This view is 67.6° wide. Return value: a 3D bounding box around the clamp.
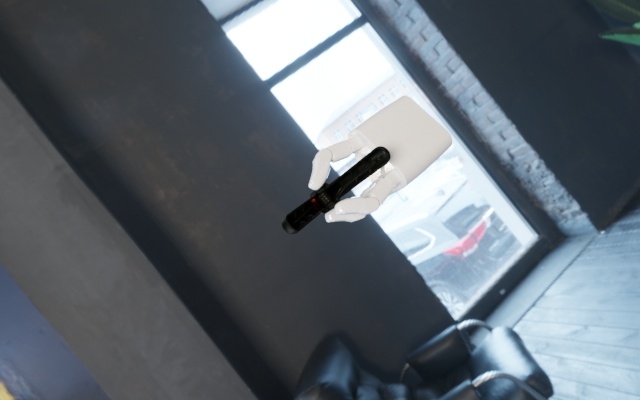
[{"bbox_3d":[0.000,0.002,0.670,0.164,0.036,0.210,-36,-1,-18],"label":"clamp"}]
